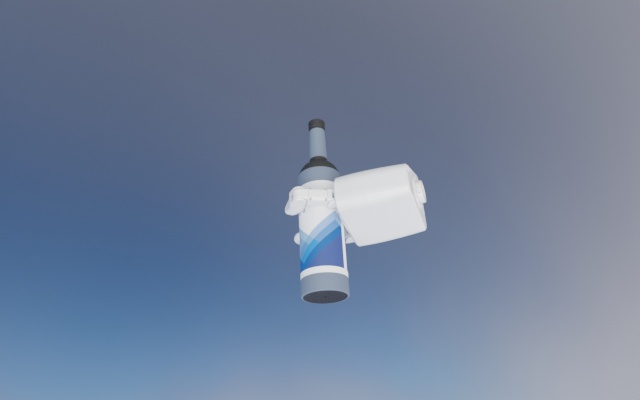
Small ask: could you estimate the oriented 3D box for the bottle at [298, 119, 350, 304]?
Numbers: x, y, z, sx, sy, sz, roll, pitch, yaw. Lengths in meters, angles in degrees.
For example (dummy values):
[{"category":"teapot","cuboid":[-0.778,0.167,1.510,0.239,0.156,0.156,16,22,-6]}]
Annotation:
[{"category":"bottle","cuboid":[0.000,0.003,0.720,0.069,0.295,0.069,-2,-28,-1]}]
